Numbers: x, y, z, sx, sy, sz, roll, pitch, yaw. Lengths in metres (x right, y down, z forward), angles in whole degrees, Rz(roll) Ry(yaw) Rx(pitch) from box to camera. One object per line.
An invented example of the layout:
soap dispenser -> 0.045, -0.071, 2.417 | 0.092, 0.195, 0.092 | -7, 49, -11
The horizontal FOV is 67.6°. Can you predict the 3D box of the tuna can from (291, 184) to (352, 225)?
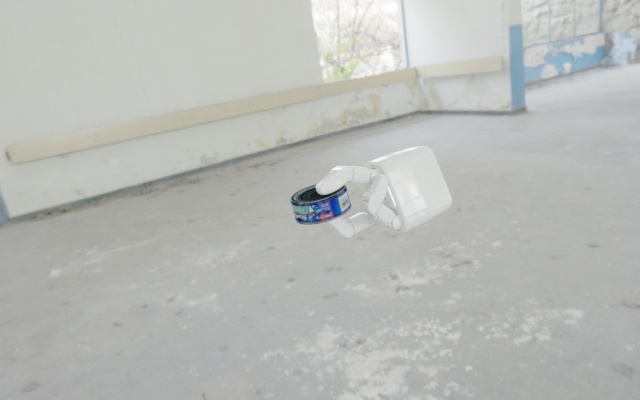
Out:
tuna can -> 0.000, 0.002, 0.699 | 0.086, 0.034, 0.086 | -13, 18, 5
